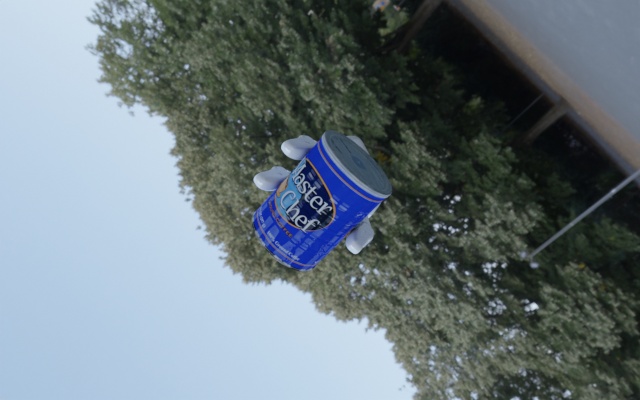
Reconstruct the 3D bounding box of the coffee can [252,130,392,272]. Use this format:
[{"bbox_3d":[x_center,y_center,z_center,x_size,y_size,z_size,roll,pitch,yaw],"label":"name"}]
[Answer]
[{"bbox_3d":[0.000,0.002,0.569,0.140,0.102,0.103,-46,-22,23],"label":"coffee can"}]
